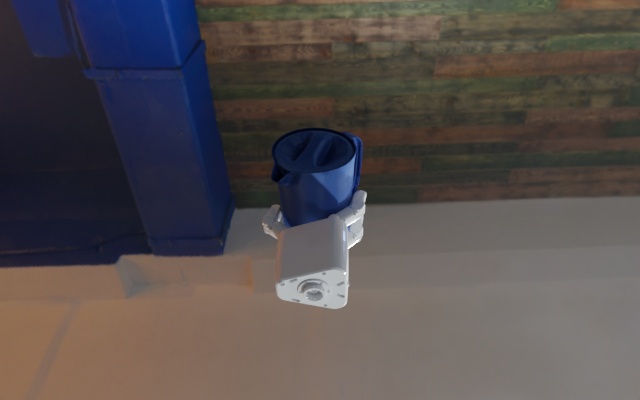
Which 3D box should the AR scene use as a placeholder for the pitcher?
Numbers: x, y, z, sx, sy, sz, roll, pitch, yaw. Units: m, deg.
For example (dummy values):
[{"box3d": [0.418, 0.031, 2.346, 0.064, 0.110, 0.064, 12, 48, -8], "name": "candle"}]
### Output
[{"box3d": [0.000, 0.003, 0.827, 0.149, 0.243, 0.145, -1, 39, 1], "name": "pitcher"}]
